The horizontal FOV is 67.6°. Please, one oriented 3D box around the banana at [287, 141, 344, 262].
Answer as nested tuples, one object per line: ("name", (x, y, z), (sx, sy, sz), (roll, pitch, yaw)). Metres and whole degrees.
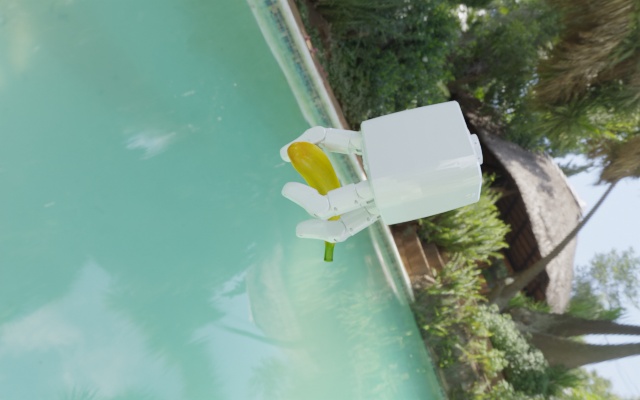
("banana", (0.002, -0.010, 0.568), (0.037, 0.069, 0.198), (-6, -44, 13))
